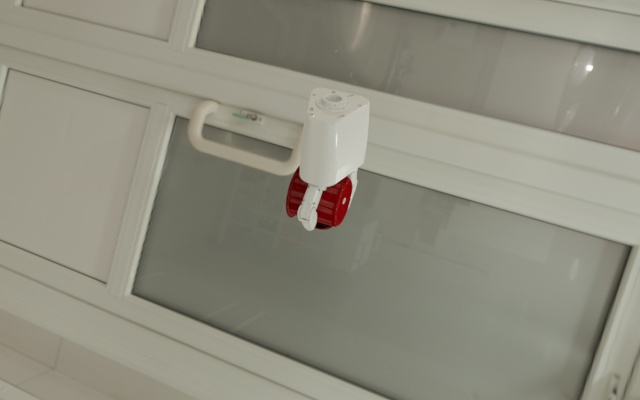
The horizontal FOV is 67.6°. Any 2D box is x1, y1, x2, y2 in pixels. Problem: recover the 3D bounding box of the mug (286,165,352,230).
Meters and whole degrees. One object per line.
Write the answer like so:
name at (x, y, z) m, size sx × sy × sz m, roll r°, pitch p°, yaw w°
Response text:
mug at (0.000, 0.004, 0.770) m, size 0.081 × 0.117 × 0.093 m, roll 16°, pitch 41°, yaw 16°
